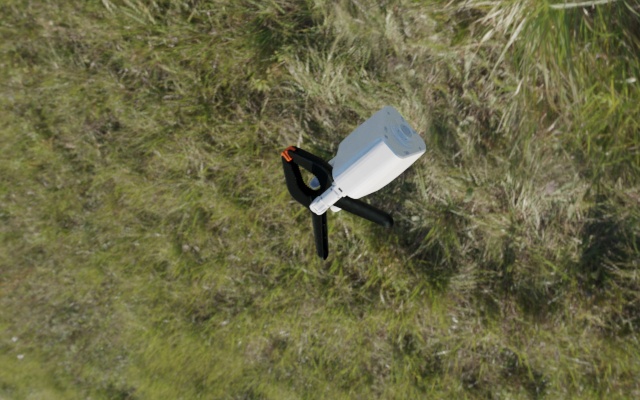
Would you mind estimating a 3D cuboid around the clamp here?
[{"bbox_3d":[0.000,0.002,0.811,0.165,0.210,0.036,-40,6,34],"label":"clamp"}]
